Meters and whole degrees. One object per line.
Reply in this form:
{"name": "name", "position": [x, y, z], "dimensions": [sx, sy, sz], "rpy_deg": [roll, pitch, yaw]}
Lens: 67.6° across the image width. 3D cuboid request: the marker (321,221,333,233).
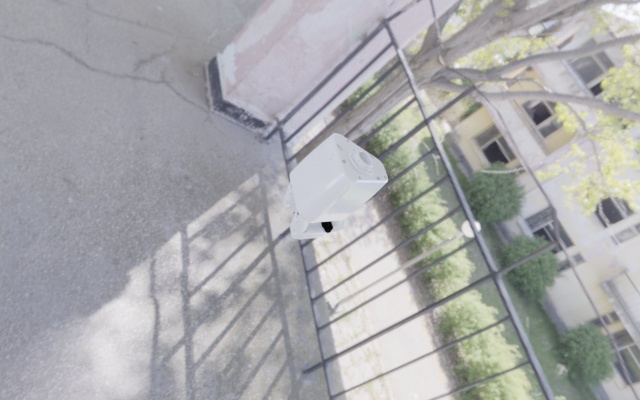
{"name": "marker", "position": [0.000, 0.003, 0.818], "dimensions": [0.020, 0.121, 0.020], "rpy_deg": [-11, -33, -7]}
